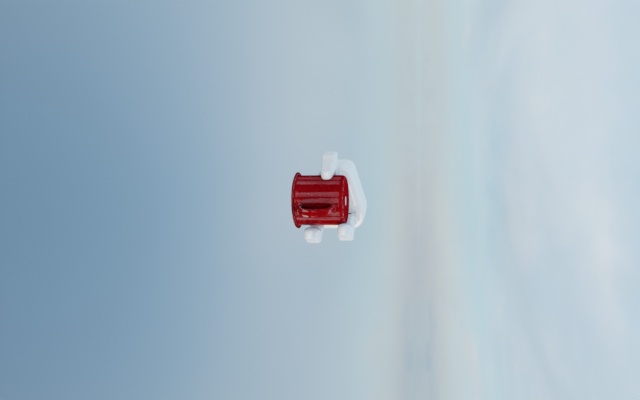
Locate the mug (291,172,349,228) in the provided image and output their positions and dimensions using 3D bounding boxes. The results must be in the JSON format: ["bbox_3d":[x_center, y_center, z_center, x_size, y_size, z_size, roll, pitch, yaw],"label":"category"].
[{"bbox_3d":[0.000,0.003,0.766,0.081,0.093,0.117,0,15,11],"label":"mug"}]
